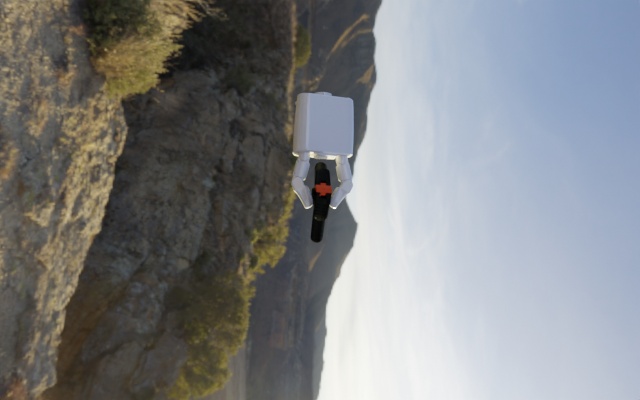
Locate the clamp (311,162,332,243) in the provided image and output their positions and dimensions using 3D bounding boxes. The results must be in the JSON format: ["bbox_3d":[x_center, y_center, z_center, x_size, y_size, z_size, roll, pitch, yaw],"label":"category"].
[{"bbox_3d":[0.001,0.003,0.891,0.036,0.164,0.210,3,0,-2],"label":"clamp"}]
